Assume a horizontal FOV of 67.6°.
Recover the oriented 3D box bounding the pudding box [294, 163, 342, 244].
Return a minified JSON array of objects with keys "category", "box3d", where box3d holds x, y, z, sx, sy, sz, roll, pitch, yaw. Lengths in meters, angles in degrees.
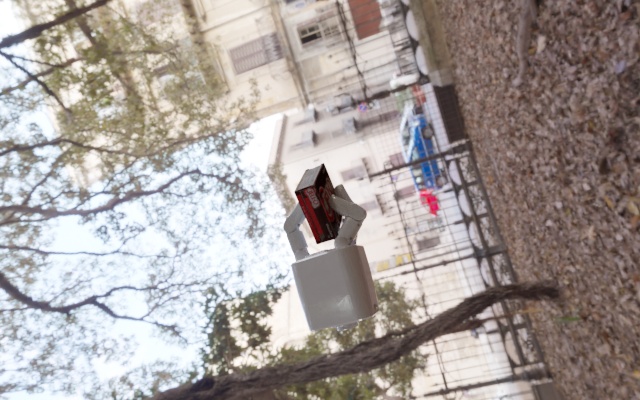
[{"category":"pudding box","box3d":[0.000,0.002,0.731,0.039,0.090,0.113,-18,18,12]}]
